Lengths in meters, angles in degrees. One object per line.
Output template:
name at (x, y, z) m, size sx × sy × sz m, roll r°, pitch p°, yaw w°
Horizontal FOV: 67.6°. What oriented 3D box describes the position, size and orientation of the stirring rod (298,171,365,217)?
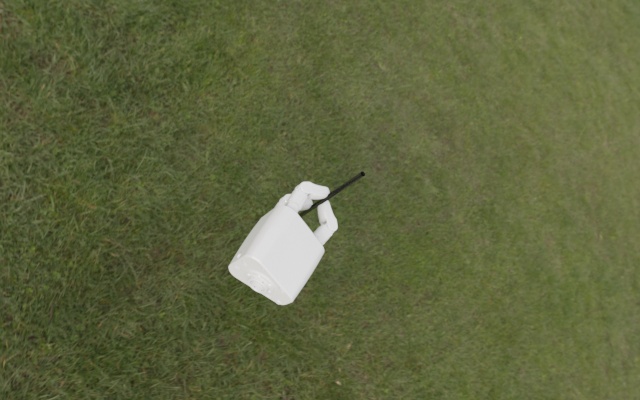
stirring rod at (0.000, 0.003, 0.811) m, size 0.011 × 0.011 × 0.239 m, roll 0°, pitch -21°, yaw -35°
